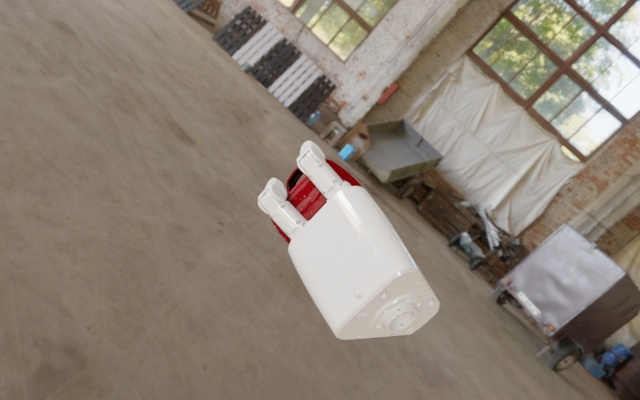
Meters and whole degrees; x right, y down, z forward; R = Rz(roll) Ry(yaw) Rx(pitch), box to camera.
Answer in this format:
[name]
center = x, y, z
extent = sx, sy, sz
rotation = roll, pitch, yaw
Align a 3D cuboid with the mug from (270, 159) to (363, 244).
[mug]
center = 0.000, 0.001, 0.530
extent = 0.093, 0.081, 0.117
rotation = 27, 23, -45
